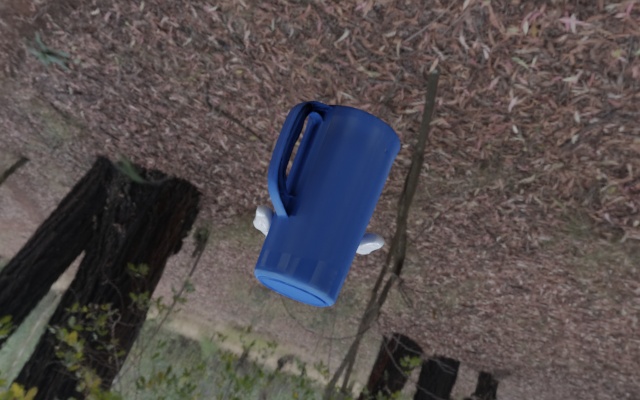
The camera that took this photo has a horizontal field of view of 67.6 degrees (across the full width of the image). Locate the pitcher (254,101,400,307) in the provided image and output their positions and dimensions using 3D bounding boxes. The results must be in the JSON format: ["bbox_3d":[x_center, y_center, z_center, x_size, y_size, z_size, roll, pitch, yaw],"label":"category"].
[{"bbox_3d":[0.000,0.002,0.618,0.149,0.242,0.145,21,-20,3],"label":"pitcher"}]
